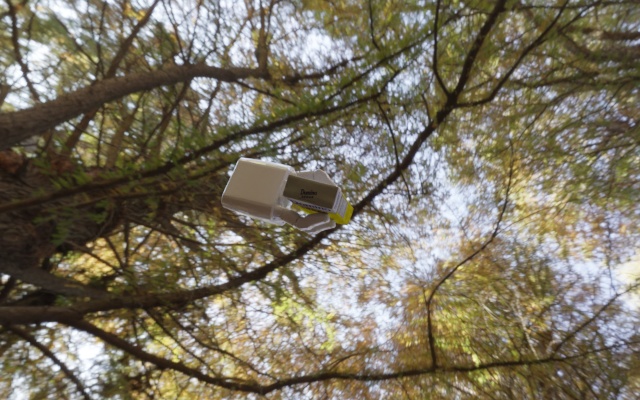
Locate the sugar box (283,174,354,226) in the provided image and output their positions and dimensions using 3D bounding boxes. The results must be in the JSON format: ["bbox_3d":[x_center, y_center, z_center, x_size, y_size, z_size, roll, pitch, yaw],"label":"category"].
[{"bbox_3d":[0.000,0.003,0.873,0.093,0.048,0.176,15,-6,15],"label":"sugar box"}]
